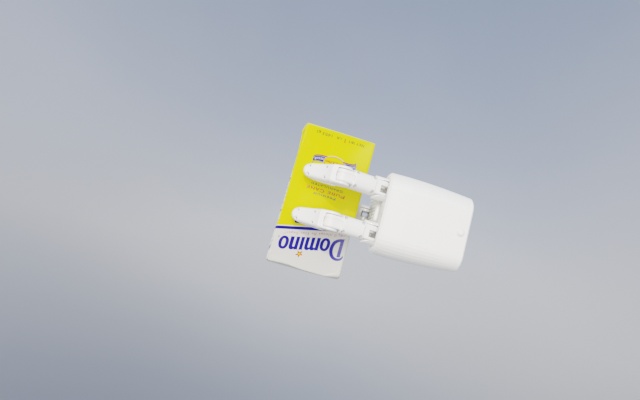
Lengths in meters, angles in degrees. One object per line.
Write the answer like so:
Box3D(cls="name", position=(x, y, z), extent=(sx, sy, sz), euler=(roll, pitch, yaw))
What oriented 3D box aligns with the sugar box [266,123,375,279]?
Box3D(cls="sugar box", position=(0.000, 0.002, 0.597), extent=(0.093, 0.176, 0.048), euler=(16, -9, -6))
